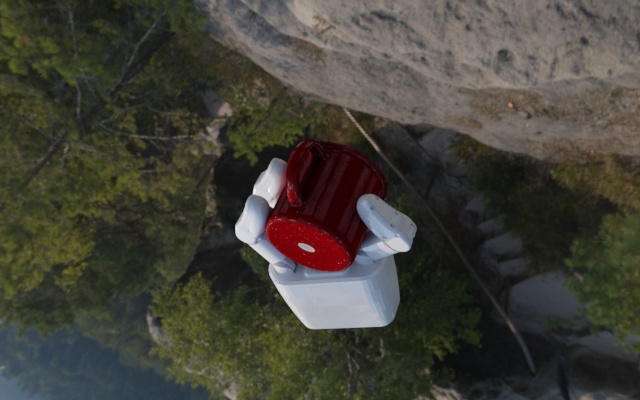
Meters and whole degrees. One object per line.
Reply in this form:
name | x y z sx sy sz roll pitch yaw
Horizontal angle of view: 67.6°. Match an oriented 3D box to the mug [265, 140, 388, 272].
mug | 0.000 0.001 0.411 0.093 0.081 0.117 7 -37 25
